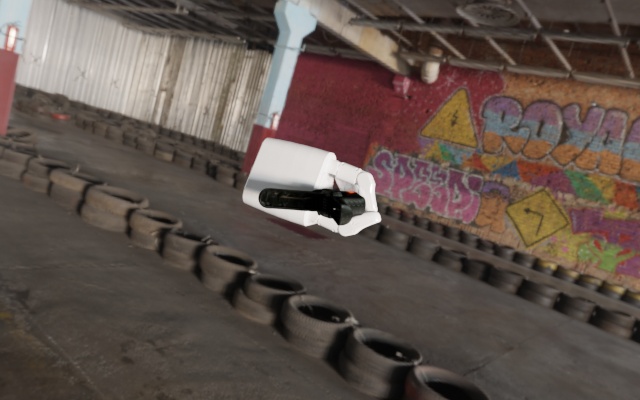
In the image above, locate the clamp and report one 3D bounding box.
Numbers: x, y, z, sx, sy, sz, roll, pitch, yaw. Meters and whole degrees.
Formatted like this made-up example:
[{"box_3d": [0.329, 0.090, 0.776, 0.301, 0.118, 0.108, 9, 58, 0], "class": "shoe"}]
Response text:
[{"box_3d": [0.000, 0.001, 0.619, 0.120, 0.039, 0.171, 17, 7, 16], "class": "clamp"}]
